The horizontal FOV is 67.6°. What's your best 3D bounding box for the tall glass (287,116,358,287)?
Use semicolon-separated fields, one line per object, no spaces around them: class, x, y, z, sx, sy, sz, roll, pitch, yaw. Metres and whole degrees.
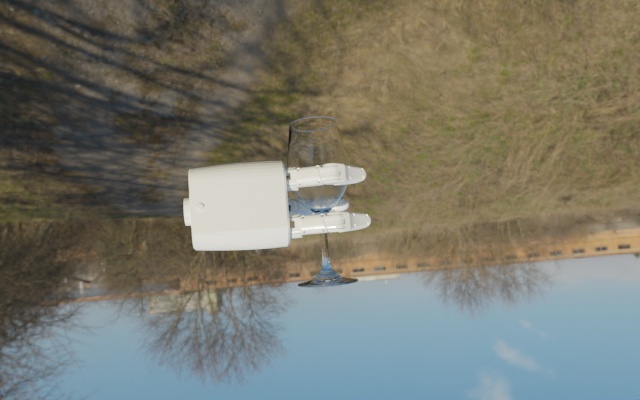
tall glass;0.000;0.003;0.589;0.079;0.201;0.079;-5;-5;0
